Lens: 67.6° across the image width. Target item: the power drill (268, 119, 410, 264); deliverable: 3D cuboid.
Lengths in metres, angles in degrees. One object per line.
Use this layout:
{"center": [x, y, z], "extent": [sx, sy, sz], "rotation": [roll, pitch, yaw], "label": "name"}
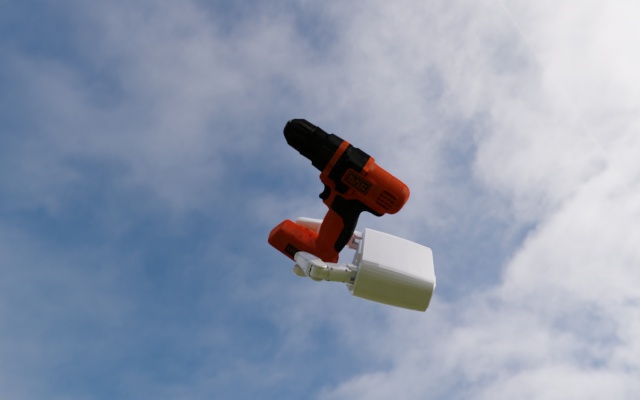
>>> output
{"center": [0.000, 0.003, 0.650], "extent": [0.184, 0.188, 0.057], "rotation": [35, 33, 2], "label": "power drill"}
